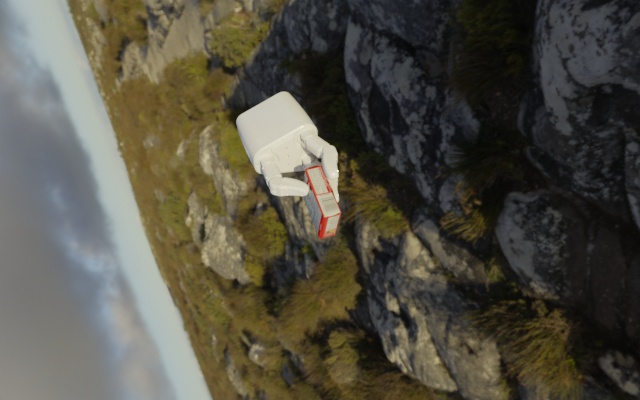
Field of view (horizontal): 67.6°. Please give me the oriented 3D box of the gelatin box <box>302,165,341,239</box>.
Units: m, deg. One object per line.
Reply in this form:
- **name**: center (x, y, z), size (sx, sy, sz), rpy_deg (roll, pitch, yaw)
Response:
- **gelatin box**: center (0.000, 0.003, 0.726), size (0.030, 0.089, 0.073), rpy_deg (-14, -27, -14)
